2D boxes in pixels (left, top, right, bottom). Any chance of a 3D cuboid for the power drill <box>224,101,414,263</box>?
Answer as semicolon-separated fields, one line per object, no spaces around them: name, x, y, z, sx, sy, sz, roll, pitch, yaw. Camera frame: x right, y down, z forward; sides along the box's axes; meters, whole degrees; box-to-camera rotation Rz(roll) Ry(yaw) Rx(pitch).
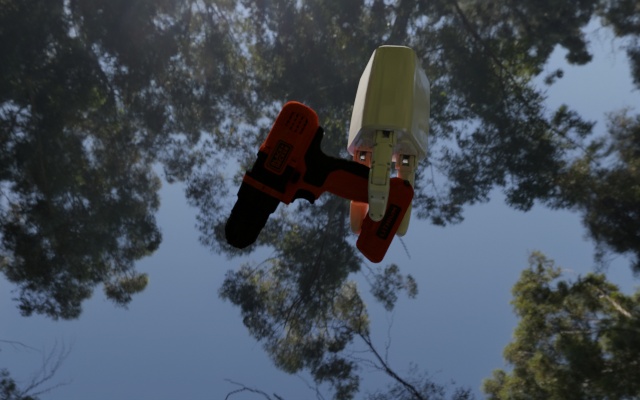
power drill;0.001;0.002;0.564;0.187;0.184;0.057;27;3;-8
